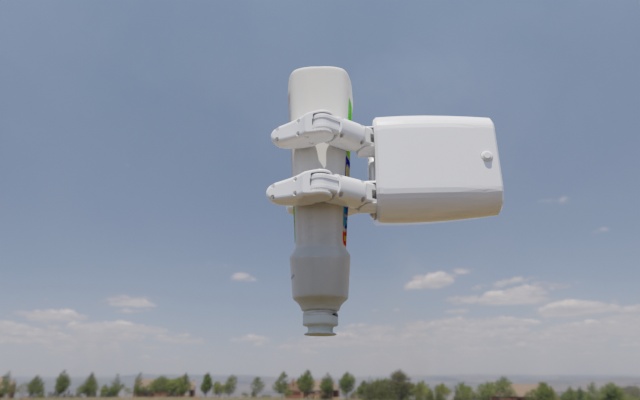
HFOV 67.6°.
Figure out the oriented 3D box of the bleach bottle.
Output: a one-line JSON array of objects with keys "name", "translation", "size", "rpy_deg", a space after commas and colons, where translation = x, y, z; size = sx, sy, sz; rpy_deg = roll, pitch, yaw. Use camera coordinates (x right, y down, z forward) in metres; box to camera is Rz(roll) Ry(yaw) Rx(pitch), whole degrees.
[{"name": "bleach bottle", "translation": [0.000, 0.001, 0.462], "size": [0.068, 0.250, 0.103], "rpy_deg": [-1, -21, 3]}]
